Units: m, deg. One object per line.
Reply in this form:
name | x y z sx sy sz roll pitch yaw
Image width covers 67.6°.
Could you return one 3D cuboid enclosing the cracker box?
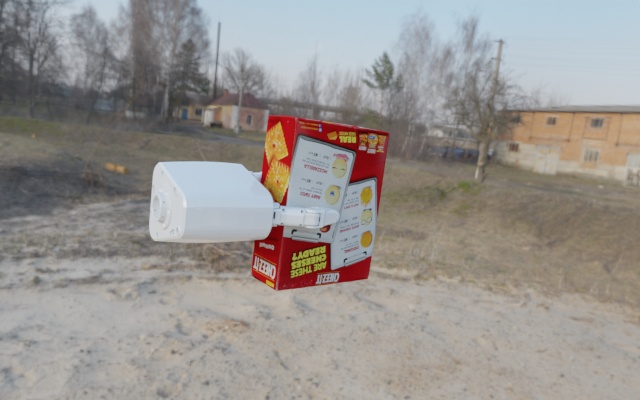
cracker box | 0.000 0.002 0.644 0.164 0.214 0.072 1 11 -39
